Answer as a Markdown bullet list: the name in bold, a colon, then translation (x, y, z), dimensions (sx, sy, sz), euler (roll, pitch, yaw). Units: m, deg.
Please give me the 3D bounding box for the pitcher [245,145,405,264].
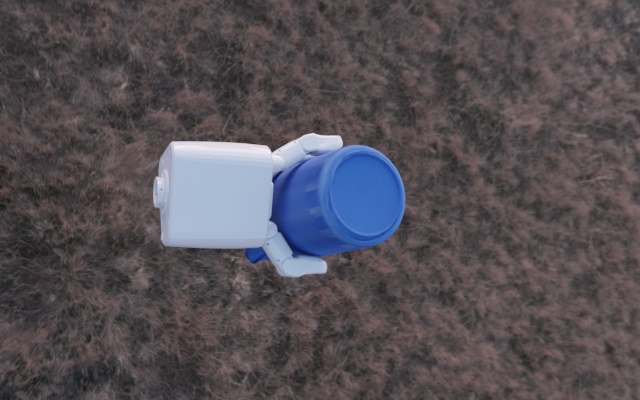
- **pitcher**: translation (0.000, 0.002, 0.599), dimensions (0.145, 0.149, 0.243), euler (2, -9, -27)
